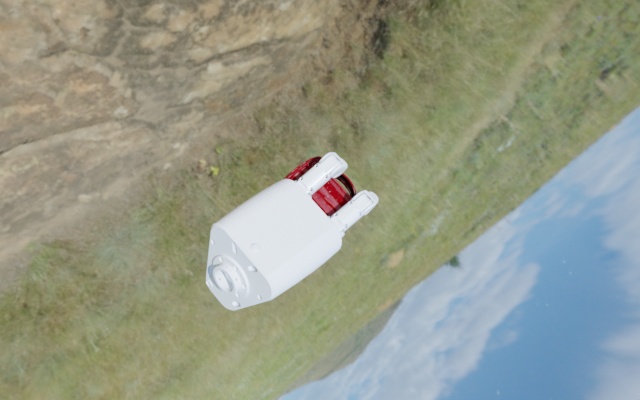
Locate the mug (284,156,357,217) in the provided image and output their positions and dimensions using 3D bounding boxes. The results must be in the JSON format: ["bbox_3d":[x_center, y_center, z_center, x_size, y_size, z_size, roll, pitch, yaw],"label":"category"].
[{"bbox_3d":[0.001,0.002,0.590,0.117,0.081,0.093,-34,-12,-42],"label":"mug"}]
